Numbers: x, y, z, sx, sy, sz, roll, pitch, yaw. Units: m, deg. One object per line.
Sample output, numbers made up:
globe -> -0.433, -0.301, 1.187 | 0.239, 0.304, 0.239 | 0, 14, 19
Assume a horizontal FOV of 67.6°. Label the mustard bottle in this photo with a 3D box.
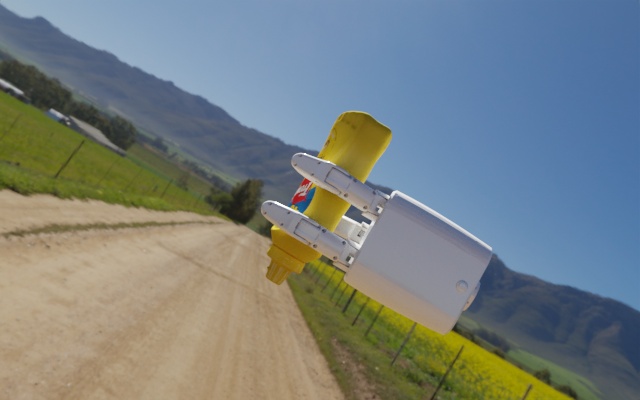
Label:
mustard bottle -> 0.000, 0.001, 0.500 | 0.058, 0.191, 0.096 | 32, -5, -15
